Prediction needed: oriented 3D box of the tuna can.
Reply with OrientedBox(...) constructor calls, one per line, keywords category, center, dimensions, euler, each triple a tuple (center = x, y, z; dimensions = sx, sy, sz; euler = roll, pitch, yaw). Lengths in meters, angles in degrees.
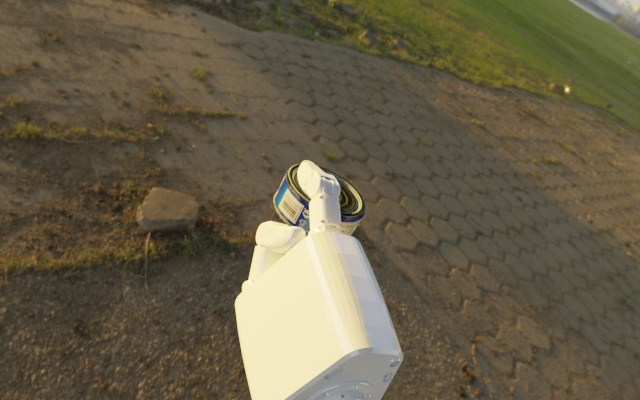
OrientedBox(category="tuna can", center=(0.000, 0.001, 0.461), dimensions=(0.086, 0.034, 0.086), euler=(22, 29, -13))
